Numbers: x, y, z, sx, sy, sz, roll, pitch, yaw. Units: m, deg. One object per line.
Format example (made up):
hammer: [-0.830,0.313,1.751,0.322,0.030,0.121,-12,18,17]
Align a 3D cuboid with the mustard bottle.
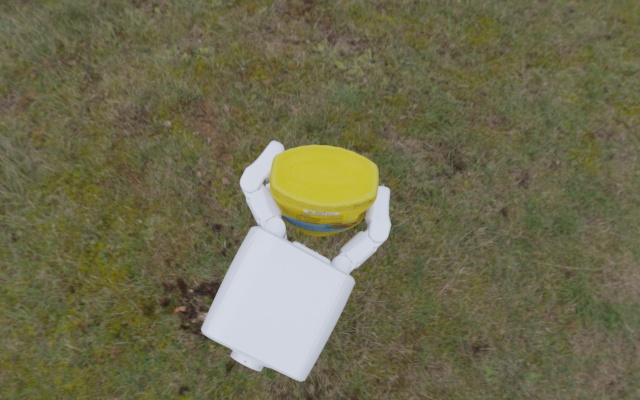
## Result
mustard bottle: [0.000,0.001,0.502,0.096,0.058,0.192,4,-14,-1]
